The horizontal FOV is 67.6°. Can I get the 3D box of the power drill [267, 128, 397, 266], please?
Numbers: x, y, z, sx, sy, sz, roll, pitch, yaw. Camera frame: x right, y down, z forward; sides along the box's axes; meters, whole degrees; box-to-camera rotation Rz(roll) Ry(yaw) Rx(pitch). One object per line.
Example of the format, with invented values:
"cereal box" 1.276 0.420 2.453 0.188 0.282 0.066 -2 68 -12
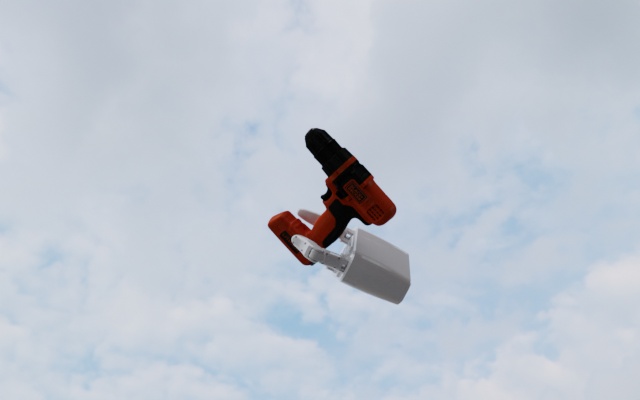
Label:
"power drill" 0.000 0.003 0.760 0.188 0.184 0.057 -43 -3 30
